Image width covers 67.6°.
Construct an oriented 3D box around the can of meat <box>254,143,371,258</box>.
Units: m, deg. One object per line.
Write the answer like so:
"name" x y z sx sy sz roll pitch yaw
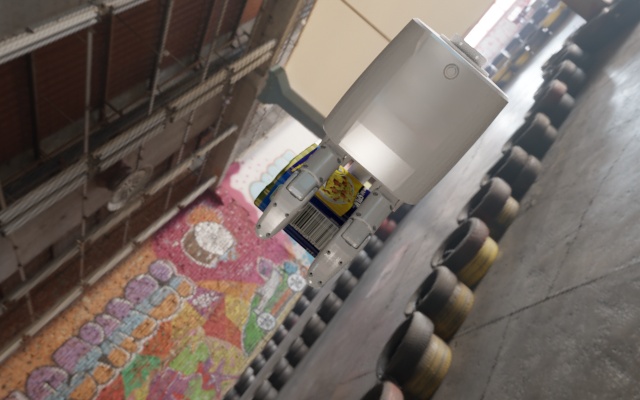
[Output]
"can of meat" 0.000 0.001 0.427 0.057 0.084 0.102 -49 0 28
